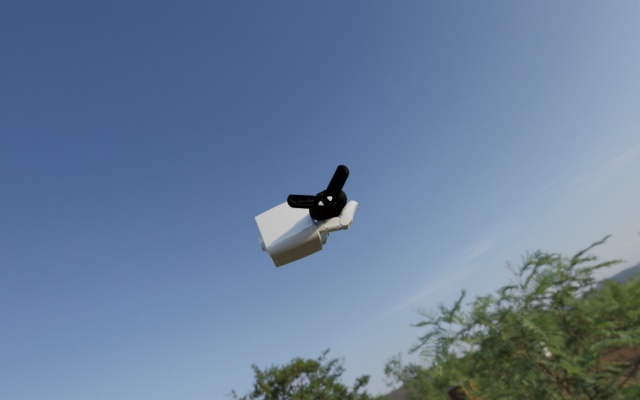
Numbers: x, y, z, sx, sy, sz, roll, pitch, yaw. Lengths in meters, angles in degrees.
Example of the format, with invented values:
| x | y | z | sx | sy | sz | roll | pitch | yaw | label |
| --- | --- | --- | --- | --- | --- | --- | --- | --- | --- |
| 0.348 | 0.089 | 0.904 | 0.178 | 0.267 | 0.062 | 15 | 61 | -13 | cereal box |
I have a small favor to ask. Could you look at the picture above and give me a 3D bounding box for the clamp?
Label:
| x | y | z | sx | sy | sz | roll | pitch | yaw | label |
| --- | --- | --- | --- | --- | --- | --- | --- | --- | --- |
| 0.000 | 0.002 | 0.887 | 0.120 | 0.039 | 0.172 | -22 | -27 | -6 | clamp |
